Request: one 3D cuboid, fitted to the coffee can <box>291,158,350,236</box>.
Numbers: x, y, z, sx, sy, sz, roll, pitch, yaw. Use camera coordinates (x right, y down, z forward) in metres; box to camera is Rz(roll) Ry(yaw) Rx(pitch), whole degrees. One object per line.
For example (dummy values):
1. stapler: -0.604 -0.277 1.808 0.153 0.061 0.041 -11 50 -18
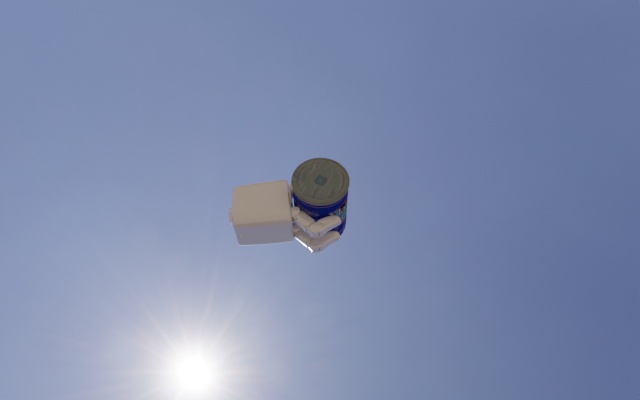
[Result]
1. coffee can: 0.000 0.003 0.896 0.103 0.102 0.140 0 -34 0
